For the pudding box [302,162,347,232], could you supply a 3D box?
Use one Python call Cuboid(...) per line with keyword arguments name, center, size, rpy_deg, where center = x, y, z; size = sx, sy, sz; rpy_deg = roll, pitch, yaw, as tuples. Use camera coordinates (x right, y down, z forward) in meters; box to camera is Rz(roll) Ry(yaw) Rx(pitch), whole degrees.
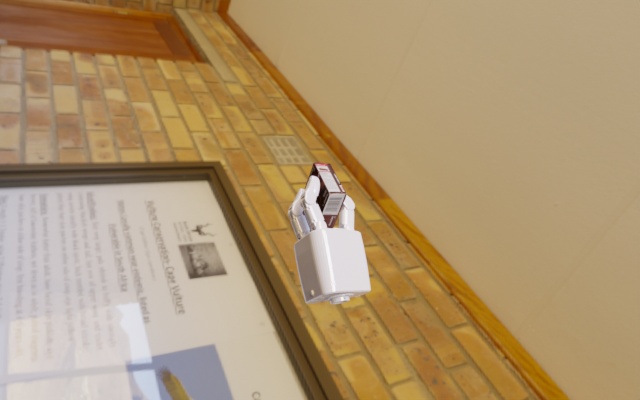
Cuboid(name="pudding box", center=(0.000, 0.003, 0.852), size=(0.039, 0.114, 0.090), rpy_deg=(3, 39, -27))
